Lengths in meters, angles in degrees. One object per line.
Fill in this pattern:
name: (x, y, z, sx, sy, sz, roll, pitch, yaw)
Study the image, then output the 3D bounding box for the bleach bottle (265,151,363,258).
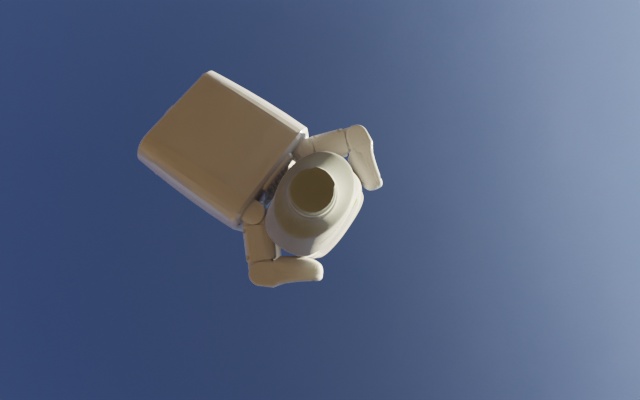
bleach bottle: (0.000, 0.001, 0.417, 0.068, 0.102, 0.251, 33, -6, 4)
